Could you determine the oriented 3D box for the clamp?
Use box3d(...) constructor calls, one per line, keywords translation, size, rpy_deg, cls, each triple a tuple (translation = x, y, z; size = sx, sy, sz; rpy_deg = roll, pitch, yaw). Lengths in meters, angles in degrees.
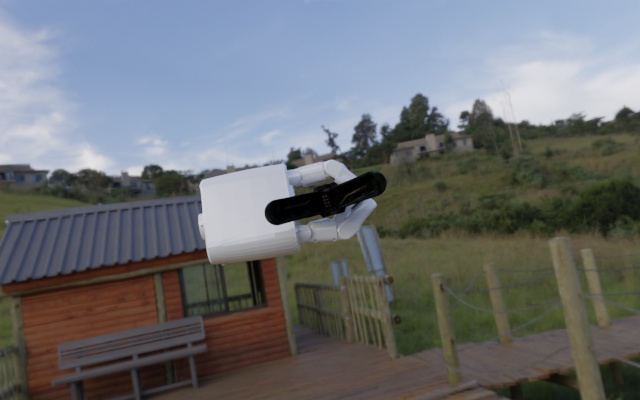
box3d(translation=(0.000, 0.001, 0.525), size=(0.120, 0.039, 0.171), rpy_deg=(-10, -5, -4), cls="clamp")
